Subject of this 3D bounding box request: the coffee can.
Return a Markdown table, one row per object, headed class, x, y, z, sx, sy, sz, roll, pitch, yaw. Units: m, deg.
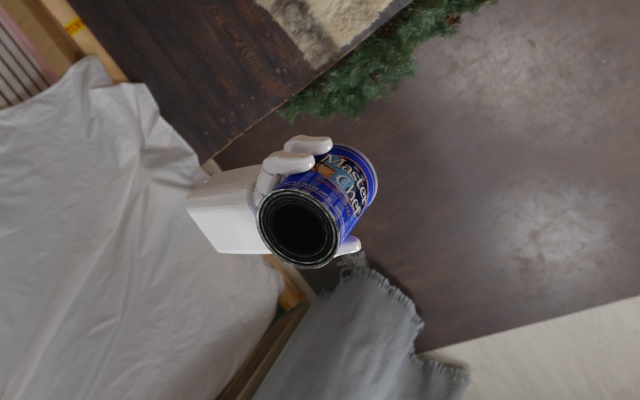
| class | x | y | z | sx | sy | sz | roll | pitch | yaw |
| --- | --- | --- | --- | --- | --- | --- | --- | --- | --- |
| coffee can | 0.000 | 0.002 | 0.581 | 0.103 | 0.103 | 0.140 | 0 | 26 | 26 |
